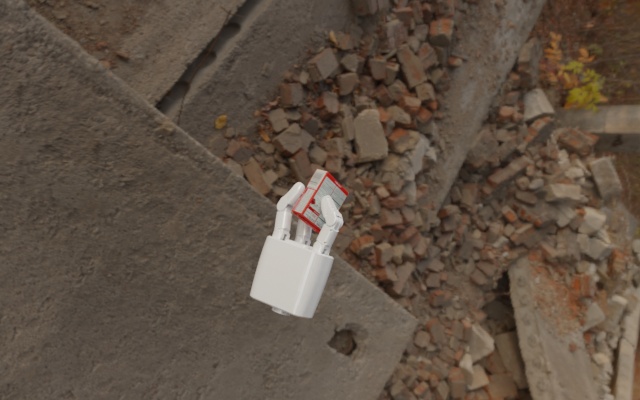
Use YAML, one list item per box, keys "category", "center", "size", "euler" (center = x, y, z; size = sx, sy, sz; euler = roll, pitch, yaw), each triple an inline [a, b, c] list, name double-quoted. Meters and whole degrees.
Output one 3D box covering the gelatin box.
- category: "gelatin box"
  center: [0.001, 0.002, 0.812]
  size: [0.030, 0.089, 0.073]
  euler: [20, -16, 44]
